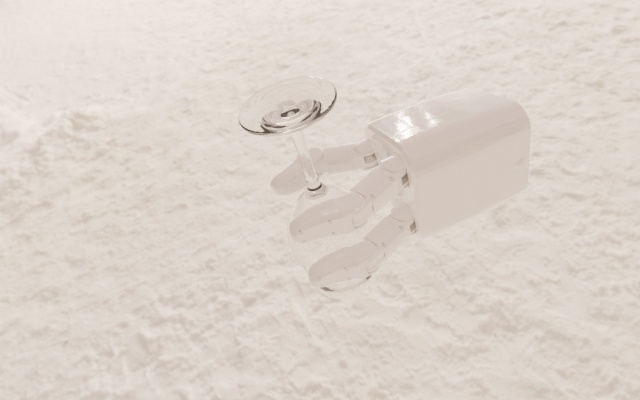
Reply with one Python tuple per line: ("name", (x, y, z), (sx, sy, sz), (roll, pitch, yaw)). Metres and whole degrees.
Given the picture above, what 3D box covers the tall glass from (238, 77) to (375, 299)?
("tall glass", (0.000, 0.001, 0.409), (0.079, 0.201, 0.079), (-10, 42, 9))
